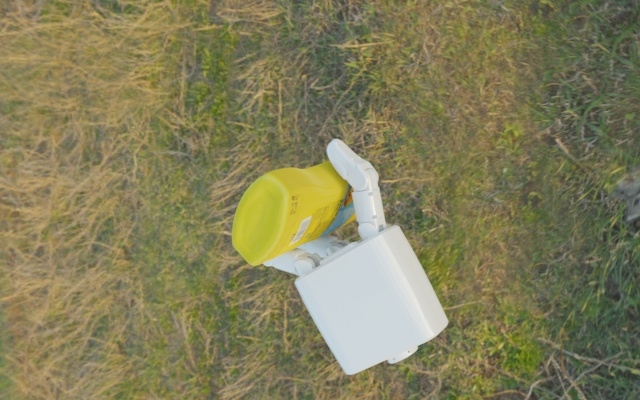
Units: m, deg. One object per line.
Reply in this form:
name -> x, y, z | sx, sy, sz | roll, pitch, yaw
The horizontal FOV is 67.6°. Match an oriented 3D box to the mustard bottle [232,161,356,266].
mustard bottle -> 0.000, 0.001, 0.500 | 0.058, 0.096, 0.191 | 42, 33, 23
